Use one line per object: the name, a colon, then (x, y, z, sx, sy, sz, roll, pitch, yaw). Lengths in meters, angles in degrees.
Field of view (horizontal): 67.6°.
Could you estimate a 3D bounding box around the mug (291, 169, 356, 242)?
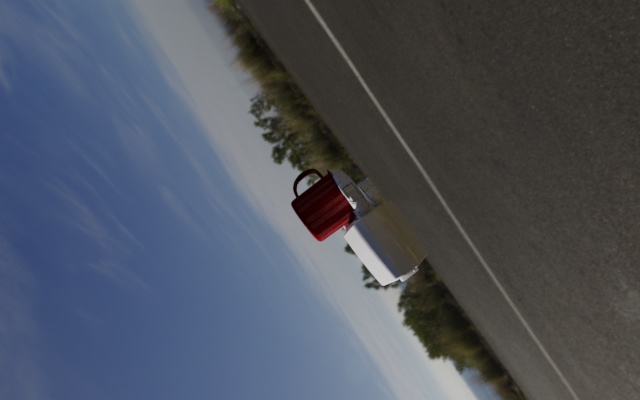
mug: (-0.001, 0.001, 0.767, 0.081, 0.117, 0.093, -37, -13, 1)
